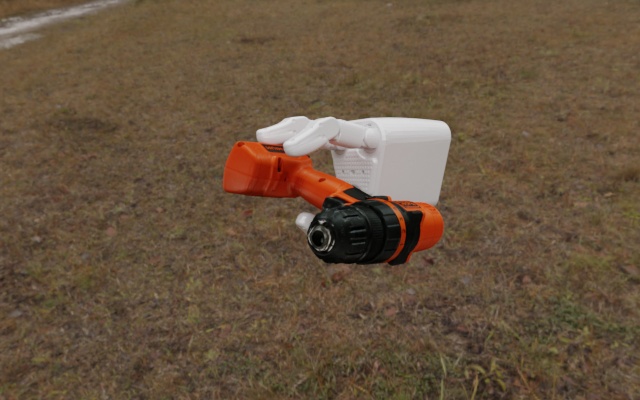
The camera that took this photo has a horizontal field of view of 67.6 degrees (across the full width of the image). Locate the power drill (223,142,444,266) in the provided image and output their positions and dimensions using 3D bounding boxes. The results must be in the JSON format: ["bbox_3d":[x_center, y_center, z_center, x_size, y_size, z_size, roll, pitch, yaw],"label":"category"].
[{"bbox_3d":[0.000,0.001,0.432,0.187,0.057,0.184,27,14,32],"label":"power drill"}]
